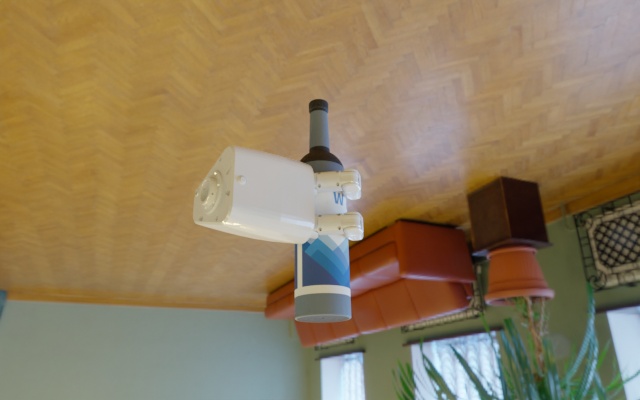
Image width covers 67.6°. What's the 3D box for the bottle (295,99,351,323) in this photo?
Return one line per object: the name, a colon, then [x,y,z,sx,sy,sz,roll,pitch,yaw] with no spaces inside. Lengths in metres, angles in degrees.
bottle: [0.000,0.002,0.613,0.069,0.295,0.069,-1,-22,0]
